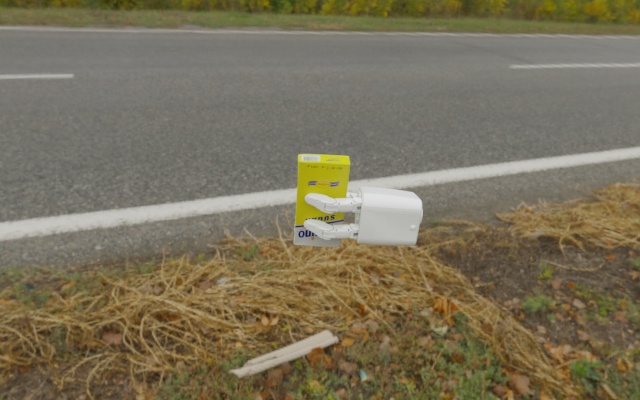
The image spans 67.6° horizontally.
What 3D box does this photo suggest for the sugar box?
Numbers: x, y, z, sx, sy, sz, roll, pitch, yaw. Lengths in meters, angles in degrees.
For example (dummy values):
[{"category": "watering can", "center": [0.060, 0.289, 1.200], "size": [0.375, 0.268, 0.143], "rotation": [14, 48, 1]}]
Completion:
[{"category": "sugar box", "center": [0.000, 0.003, 0.884], "size": [0.093, 0.176, 0.048], "rotation": [3, 26, -2]}]
